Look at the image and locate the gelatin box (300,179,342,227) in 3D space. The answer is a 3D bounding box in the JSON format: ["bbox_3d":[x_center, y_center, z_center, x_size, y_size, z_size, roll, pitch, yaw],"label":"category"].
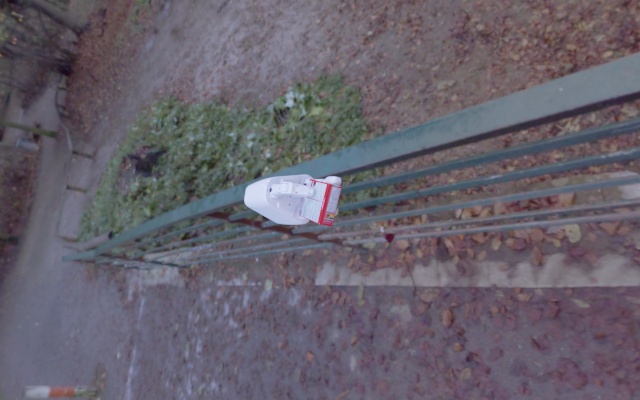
[{"bbox_3d":[0.000,0.003,0.857,0.030,0.073,0.089,13,2,-26],"label":"gelatin box"}]
